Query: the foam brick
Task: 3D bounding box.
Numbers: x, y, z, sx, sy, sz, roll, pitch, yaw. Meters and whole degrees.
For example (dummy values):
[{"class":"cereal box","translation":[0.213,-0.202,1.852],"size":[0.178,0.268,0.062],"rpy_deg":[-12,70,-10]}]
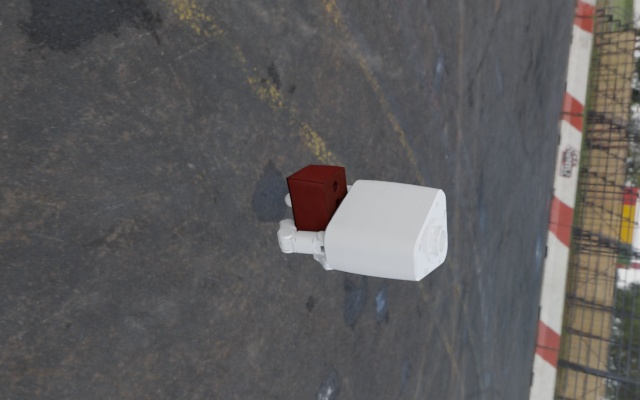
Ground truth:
[{"class":"foam brick","translation":[0.000,0.002,0.565],"size":[0.051,0.078,0.053],"rpy_deg":[6,27,31]}]
